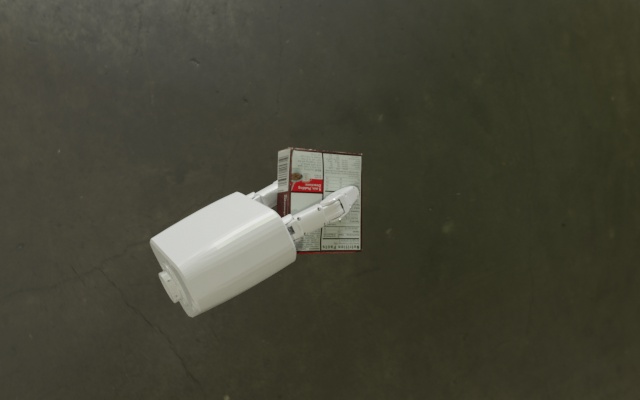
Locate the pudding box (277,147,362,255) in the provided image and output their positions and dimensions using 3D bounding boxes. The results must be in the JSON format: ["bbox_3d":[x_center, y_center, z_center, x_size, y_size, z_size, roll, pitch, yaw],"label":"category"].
[{"bbox_3d":[0.000,0.002,0.523,0.090,0.113,0.039,2,-2,-26],"label":"pudding box"}]
